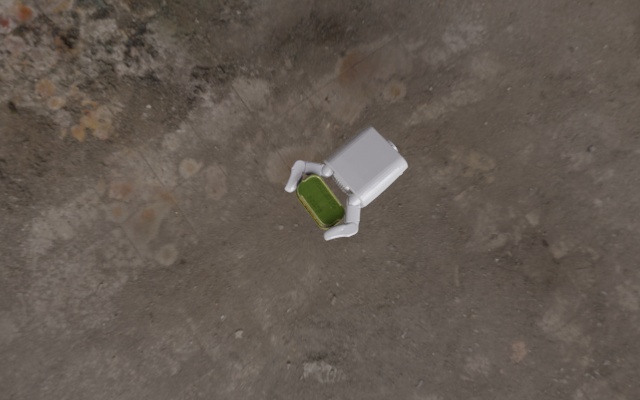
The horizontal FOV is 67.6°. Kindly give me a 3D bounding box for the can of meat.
[{"bbox_3d":[0.000,0.003,0.868,0.057,0.102,0.084,-37,-2,-4],"label":"can of meat"}]
